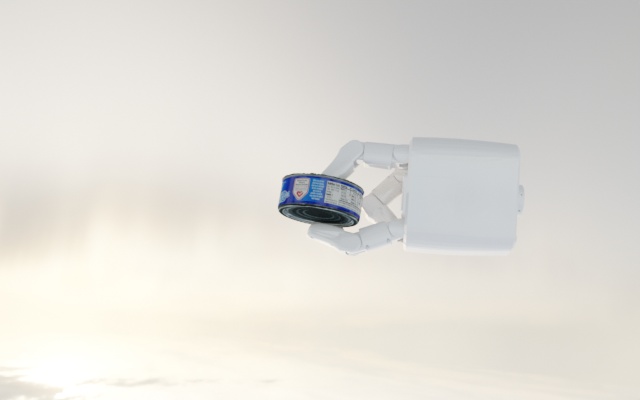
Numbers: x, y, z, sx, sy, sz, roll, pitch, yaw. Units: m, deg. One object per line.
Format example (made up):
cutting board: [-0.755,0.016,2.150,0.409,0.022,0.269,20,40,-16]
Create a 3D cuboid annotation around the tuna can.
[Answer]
tuna can: [0.000,0.002,0.487,0.086,0.033,0.086,9,-15,2]
